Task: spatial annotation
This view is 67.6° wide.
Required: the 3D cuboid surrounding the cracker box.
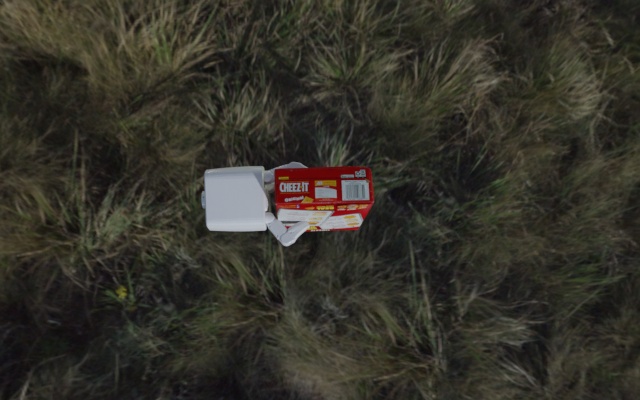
[{"bbox_3d":[0.000,0.003,0.880,0.164,0.072,0.214,-2,-15,-3],"label":"cracker box"}]
